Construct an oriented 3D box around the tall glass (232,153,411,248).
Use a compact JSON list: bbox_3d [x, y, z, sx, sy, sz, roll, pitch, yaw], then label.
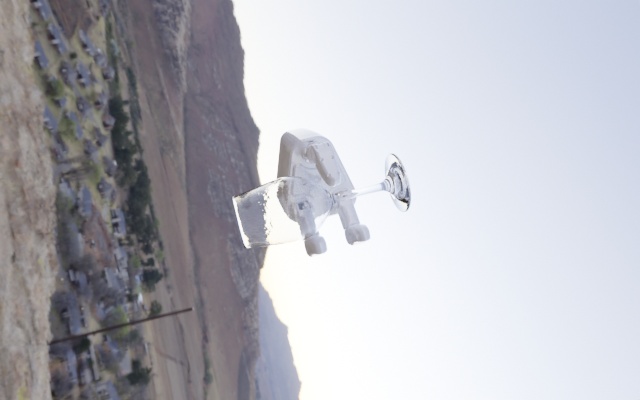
[{"bbox_3d":[0.001,0.002,0.569,0.201,0.079,0.079,-14,3,-11],"label":"tall glass"}]
